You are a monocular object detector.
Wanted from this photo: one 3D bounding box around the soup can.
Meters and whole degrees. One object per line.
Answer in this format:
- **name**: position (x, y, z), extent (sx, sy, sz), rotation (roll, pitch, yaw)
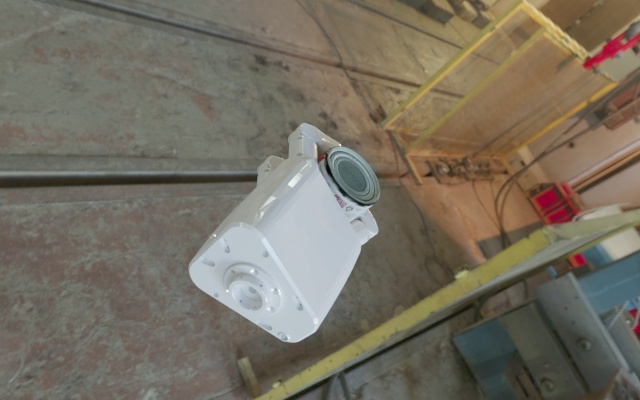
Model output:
- **soup can**: position (0.001, 0.001, 0.472), extent (0.068, 0.068, 0.102), rotation (0, -31, -47)
